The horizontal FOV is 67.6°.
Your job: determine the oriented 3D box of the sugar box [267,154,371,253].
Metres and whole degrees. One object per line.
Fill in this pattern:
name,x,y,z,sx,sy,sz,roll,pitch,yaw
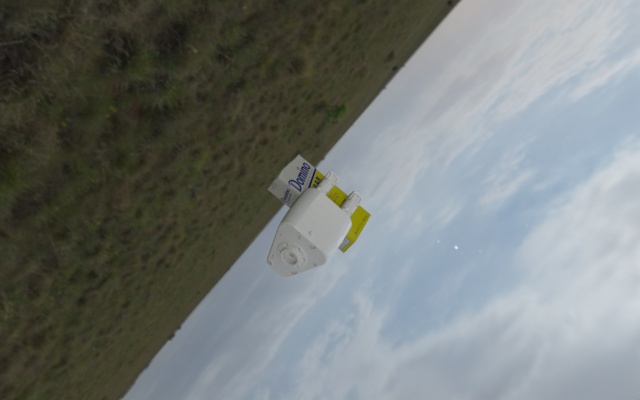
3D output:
sugar box,0.000,0.003,0.853,0.048,0.176,0.093,-46,4,38
